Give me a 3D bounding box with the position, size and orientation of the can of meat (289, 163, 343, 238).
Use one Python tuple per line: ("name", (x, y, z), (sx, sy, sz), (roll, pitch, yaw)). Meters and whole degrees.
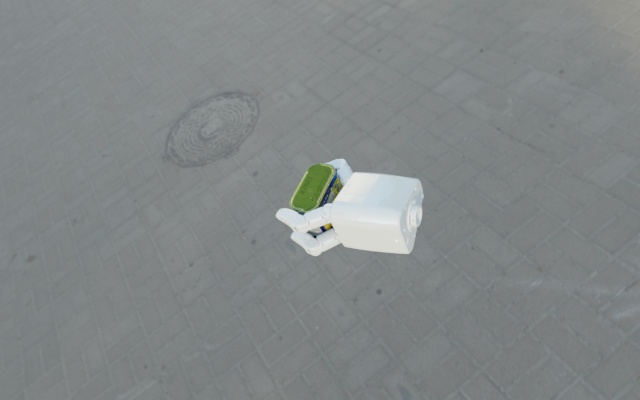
("can of meat", (0.000, 0.002, 0.773), (0.057, 0.102, 0.084), (9, -33, 29))
